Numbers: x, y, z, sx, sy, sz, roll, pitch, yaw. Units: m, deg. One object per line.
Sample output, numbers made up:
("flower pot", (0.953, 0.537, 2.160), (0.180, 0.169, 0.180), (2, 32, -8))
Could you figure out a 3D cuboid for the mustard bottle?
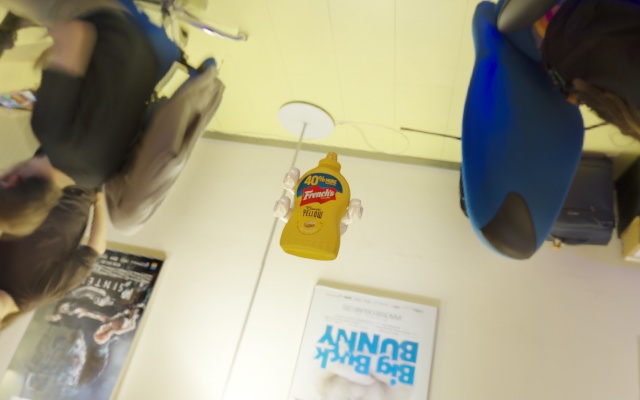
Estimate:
("mustard bottle", (0.000, 0.003, 0.808), (0.096, 0.191, 0.058), (7, -26, 17))
